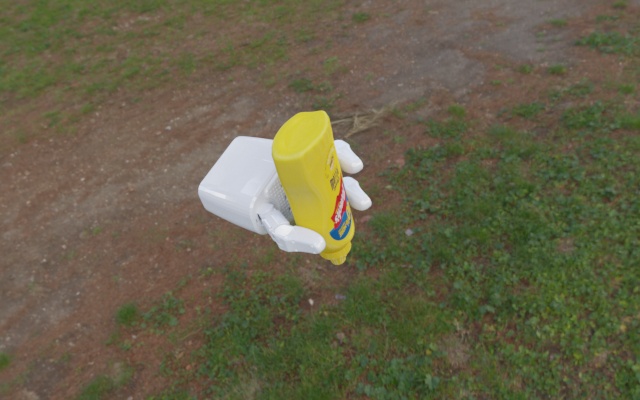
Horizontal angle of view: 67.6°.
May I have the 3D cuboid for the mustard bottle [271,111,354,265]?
[{"bbox_3d":[0.000,0.002,0.549,0.058,0.192,0.096,-2,38,19],"label":"mustard bottle"}]
